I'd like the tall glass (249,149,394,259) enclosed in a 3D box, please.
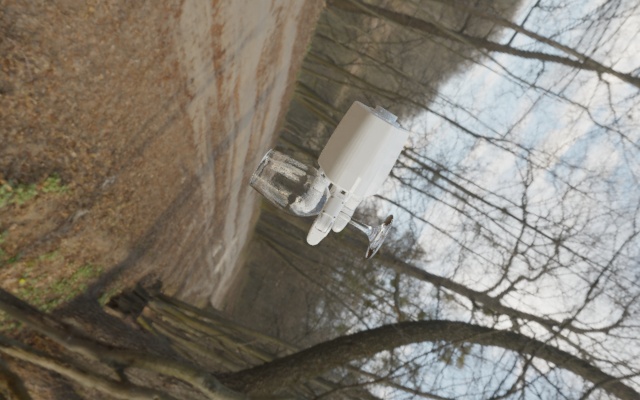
[{"bbox_3d":[0.001,0.003,0.684,0.201,0.079,0.079,30,-1,-2],"label":"tall glass"}]
